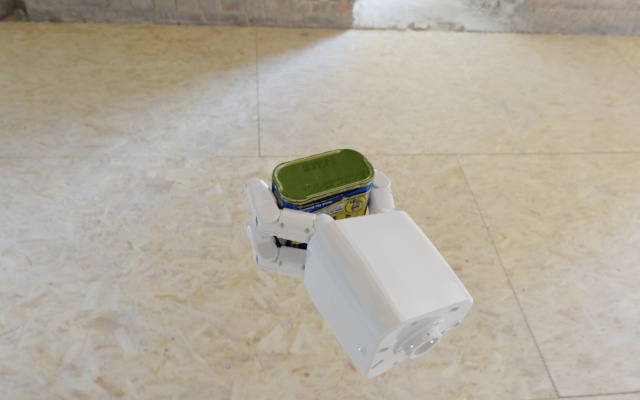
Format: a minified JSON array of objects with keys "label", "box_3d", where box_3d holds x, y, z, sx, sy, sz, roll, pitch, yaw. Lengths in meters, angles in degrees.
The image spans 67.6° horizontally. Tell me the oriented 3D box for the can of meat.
[{"label":"can of meat","box_3d":[0.000,0.001,0.472,0.102,0.057,0.084,-17,-38,-20]}]
